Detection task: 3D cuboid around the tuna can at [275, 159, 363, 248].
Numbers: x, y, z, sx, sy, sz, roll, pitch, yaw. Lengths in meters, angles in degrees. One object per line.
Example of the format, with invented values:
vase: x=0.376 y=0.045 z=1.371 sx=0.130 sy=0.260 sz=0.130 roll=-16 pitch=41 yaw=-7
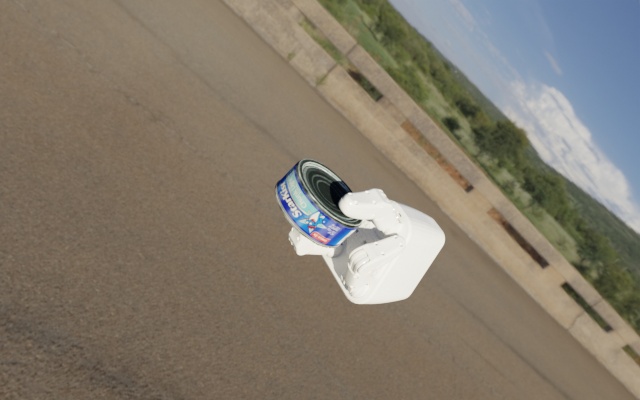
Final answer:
tuna can: x=0.000 y=0.001 z=0.455 sx=0.034 sy=0.086 sz=0.086 roll=-44 pitch=-22 yaw=25
